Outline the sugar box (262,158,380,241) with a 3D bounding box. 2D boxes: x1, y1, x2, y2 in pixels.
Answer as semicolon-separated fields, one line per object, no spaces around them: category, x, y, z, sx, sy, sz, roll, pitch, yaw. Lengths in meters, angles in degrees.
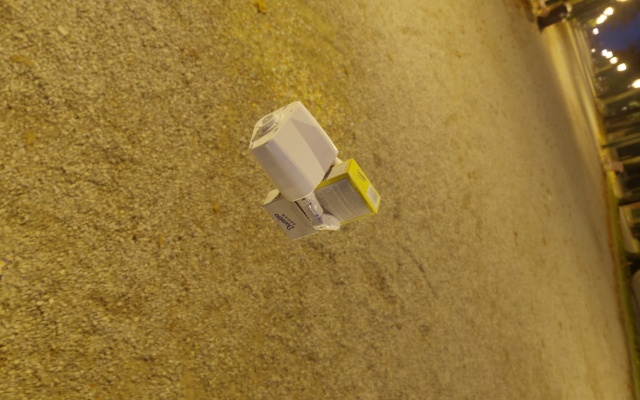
sugar box;0.000;0.002;0.794;0.176;0.093;0.048;-18;33;33
